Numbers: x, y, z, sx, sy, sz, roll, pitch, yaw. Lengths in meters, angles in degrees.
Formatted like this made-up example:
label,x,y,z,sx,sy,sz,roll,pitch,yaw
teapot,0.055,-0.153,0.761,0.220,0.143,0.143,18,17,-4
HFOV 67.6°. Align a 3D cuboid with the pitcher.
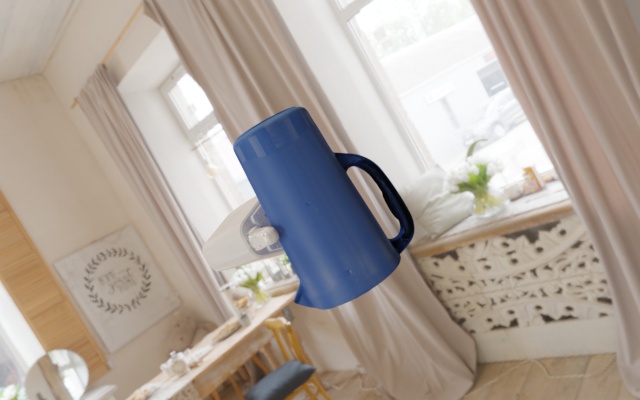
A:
label,x,y,z,sx,sy,sz,roll,pitch,yaw
pitcher,0.000,0.002,0.618,0.145,0.243,0.149,-25,6,42
